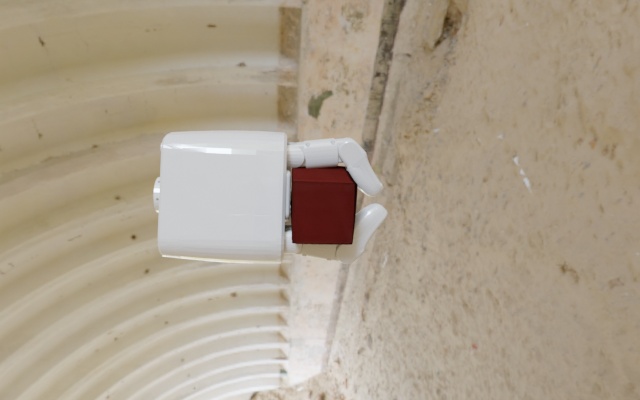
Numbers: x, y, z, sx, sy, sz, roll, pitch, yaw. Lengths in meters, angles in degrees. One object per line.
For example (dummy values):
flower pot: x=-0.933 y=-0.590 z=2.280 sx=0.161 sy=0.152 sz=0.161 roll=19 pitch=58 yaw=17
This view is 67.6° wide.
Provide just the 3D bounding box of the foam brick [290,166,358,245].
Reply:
foam brick: x=0.000 y=0.001 z=0.412 sx=0.051 sy=0.053 sz=0.078 roll=2 pitch=14 yaw=-5
